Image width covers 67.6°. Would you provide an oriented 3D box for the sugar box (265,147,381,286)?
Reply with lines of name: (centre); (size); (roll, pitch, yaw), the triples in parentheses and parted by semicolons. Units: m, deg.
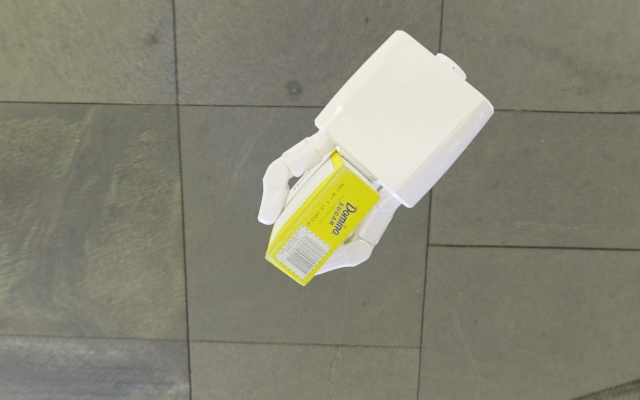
sugar box: (0.001, 0.002, 0.436); (0.048, 0.093, 0.176); (40, 10, -6)
